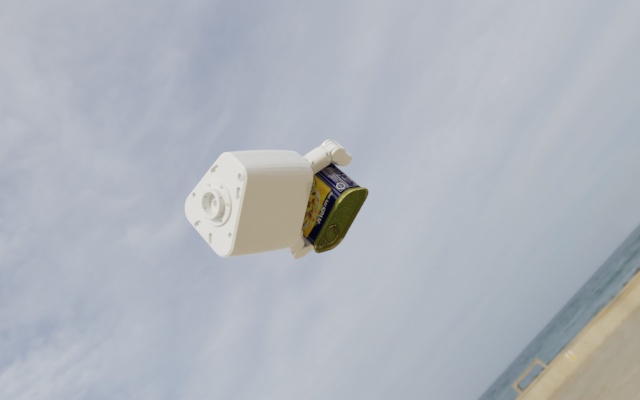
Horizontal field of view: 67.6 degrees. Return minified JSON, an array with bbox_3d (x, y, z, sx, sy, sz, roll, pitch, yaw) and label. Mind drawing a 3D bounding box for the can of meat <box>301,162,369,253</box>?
[{"bbox_3d":[0.000,0.002,0.618,0.084,0.102,0.057,42,31,27],"label":"can of meat"}]
